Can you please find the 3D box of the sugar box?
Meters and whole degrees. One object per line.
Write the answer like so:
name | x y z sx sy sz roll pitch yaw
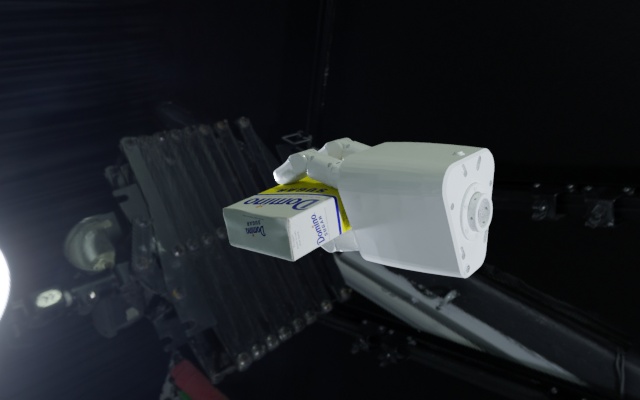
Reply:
sugar box | 0.000 0.001 0.485 0.093 0.048 0.176 7 21 42
